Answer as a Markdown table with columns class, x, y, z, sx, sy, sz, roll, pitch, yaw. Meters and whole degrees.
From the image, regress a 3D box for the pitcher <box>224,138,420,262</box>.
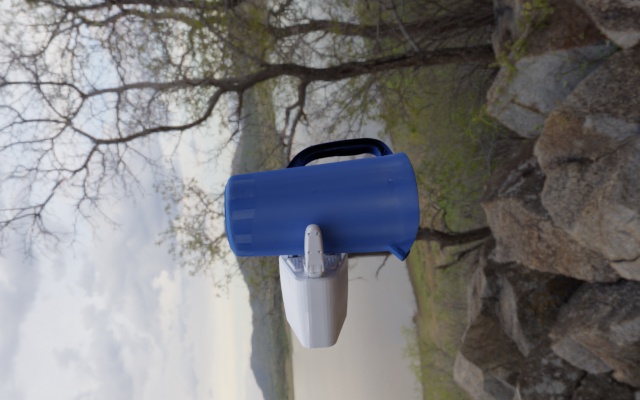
| class | x | y | z | sx | sy | sz | roll | pitch | yaw |
| --- | --- | --- | --- | --- | --- | --- | --- | --- | --- |
| pitcher | 0.000 | 0.002 | 0.639 | 0.243 | 0.145 | 0.149 | -4 | 16 | -3 |
